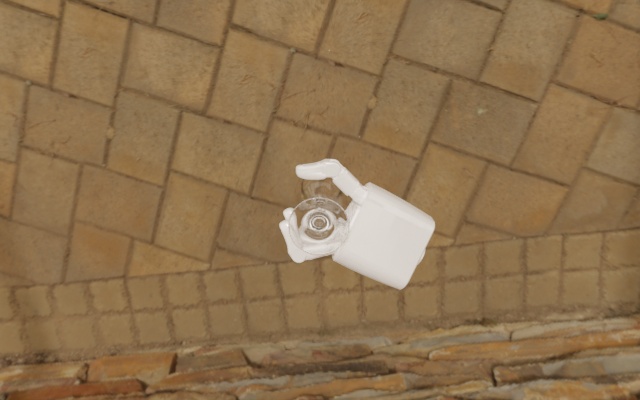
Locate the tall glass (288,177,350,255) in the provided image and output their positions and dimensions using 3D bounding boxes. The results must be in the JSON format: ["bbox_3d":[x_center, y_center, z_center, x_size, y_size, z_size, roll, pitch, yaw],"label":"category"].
[{"bbox_3d":[0.000,0.002,0.669,0.079,0.079,0.201,0,18,1],"label":"tall glass"}]
